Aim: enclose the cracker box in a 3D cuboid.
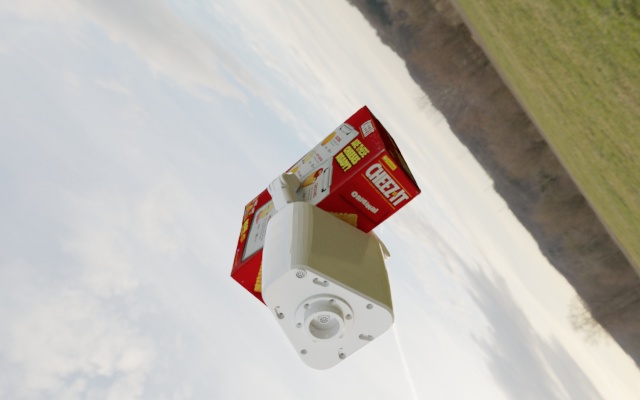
[{"bbox_3d":[0.000,0.002,0.558,0.214,0.072,0.164,-38,22,16],"label":"cracker box"}]
